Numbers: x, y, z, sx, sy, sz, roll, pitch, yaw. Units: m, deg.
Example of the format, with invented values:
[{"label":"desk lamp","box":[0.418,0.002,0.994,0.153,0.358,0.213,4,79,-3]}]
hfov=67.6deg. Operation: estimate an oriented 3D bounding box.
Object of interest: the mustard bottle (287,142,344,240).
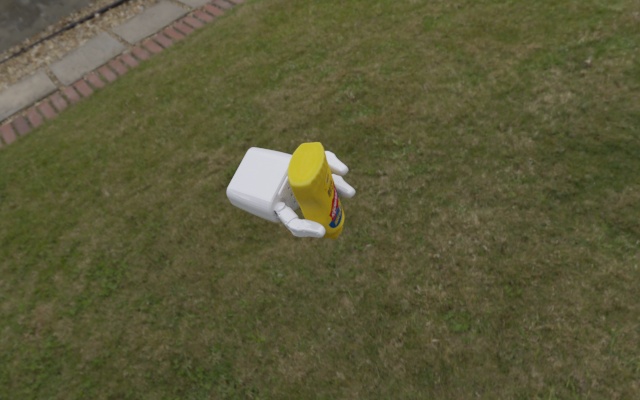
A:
[{"label":"mustard bottle","box":[0.000,0.002,0.793,0.058,0.096,0.192,-3,-42,16]}]
